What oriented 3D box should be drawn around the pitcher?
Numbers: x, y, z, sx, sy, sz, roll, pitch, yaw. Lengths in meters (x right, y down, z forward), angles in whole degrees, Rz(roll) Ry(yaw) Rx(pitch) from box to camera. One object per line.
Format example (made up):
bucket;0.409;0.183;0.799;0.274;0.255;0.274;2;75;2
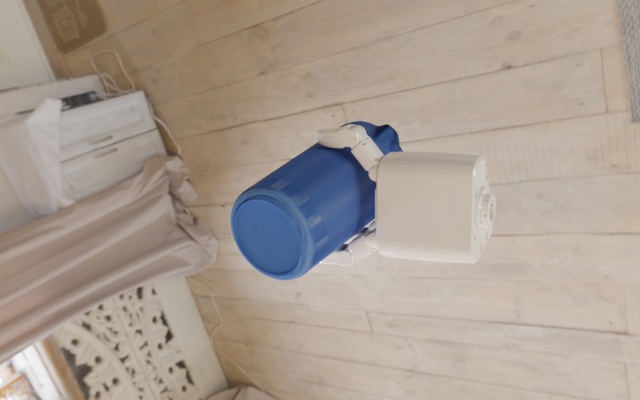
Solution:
pitcher;0.000;0.002;0.592;0.145;0.149;0.242;4;24;31
